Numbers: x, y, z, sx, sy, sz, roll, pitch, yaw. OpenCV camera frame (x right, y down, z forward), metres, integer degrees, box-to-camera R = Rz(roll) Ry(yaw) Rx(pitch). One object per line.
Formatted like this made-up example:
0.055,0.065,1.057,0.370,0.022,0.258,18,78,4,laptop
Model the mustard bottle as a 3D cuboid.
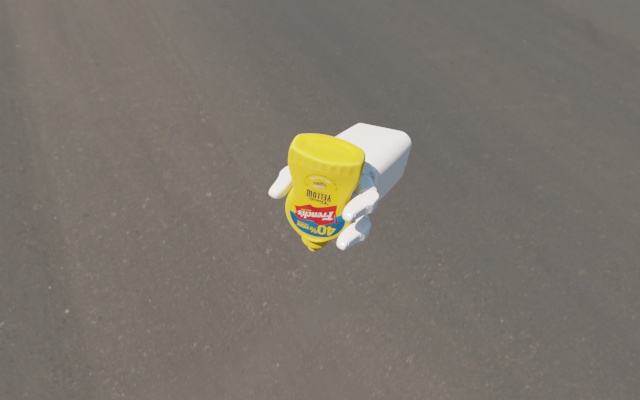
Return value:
0.000,0.002,0.659,0.096,0.192,0.058,14,44,6,mustard bottle
